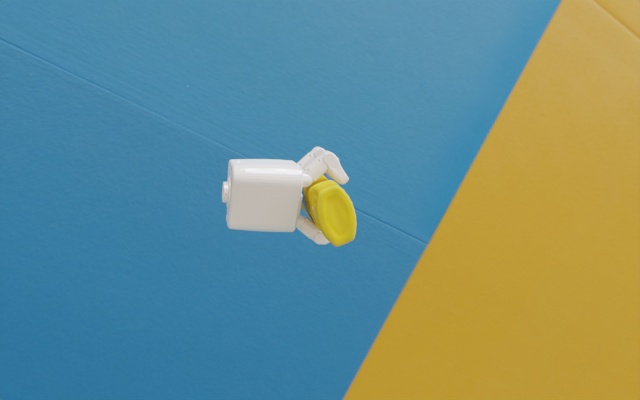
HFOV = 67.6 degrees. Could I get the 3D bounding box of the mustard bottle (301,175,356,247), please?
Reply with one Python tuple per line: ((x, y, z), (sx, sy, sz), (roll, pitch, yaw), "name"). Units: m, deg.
((0.001, 0.003, 0.784), (0.058, 0.096, 0.191), (-22, 18, -9), "mustard bottle")
